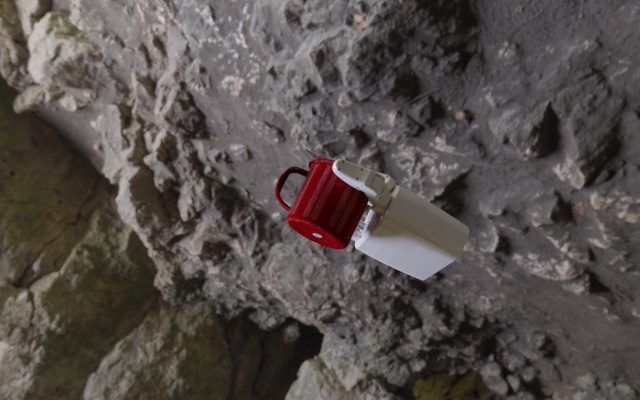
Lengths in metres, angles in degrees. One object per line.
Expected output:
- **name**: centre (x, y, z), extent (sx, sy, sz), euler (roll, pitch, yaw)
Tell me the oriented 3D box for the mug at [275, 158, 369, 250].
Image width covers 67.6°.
- **mug**: centre (-0.001, 0.001, 0.583), extent (0.117, 0.081, 0.093), euler (27, -17, -2)
